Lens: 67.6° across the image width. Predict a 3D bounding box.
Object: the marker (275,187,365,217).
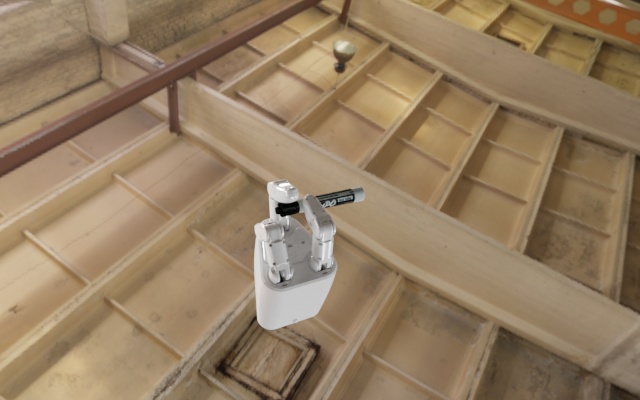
[{"bbox_3d":[0.000,0.002,0.606,0.121,0.020,0.020,-12,5,-24],"label":"marker"}]
